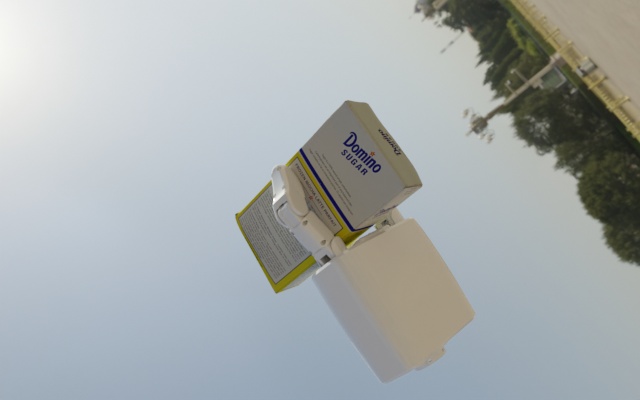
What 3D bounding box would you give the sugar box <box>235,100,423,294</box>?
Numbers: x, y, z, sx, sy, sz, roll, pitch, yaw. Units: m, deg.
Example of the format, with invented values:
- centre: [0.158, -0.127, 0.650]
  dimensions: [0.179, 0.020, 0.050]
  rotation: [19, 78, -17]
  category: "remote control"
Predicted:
- centre: [0.000, 0.002, 0.442]
  dimensions: [0.176, 0.093, 0.048]
  rotation: [-41, -18, 30]
  category: "sugar box"
